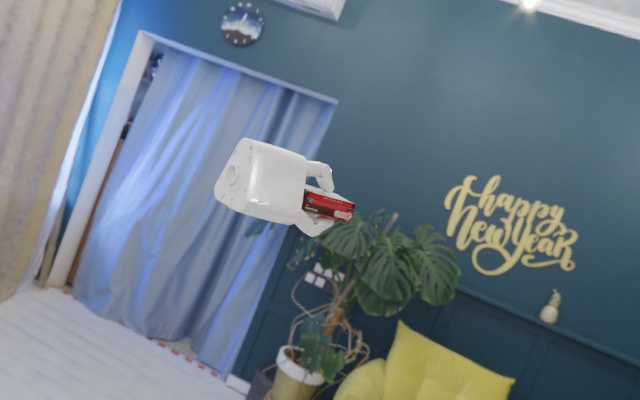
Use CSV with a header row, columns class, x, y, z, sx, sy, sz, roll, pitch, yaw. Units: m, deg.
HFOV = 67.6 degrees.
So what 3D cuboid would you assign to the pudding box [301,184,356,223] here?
class,x,y,z,sx,sy,sz,roll,pitch,yaw
pudding box,0.000,0.003,0.821,0.090,0.039,0.113,17,6,-16
